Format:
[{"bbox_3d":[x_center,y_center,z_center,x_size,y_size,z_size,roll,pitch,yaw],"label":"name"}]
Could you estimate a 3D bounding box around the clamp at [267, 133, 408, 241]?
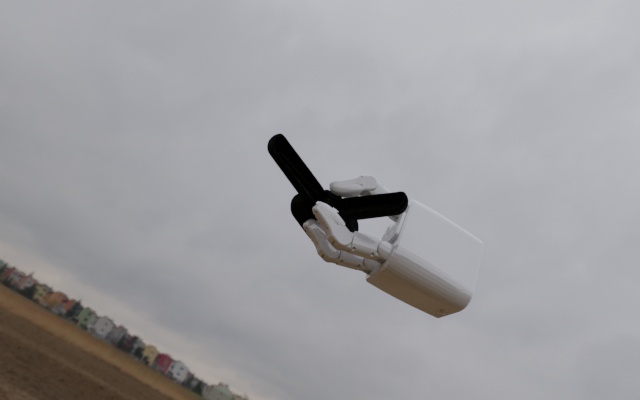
[{"bbox_3d":[0.001,0.002,0.591,0.164,0.036,0.210,30,-25,0],"label":"clamp"}]
